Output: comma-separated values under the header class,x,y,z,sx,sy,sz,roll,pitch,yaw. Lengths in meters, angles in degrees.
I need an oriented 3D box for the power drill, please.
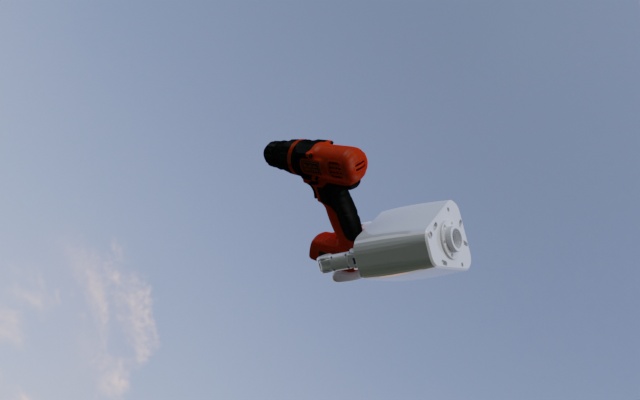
class,x,y,z,sx,sy,sz,roll,pitch,yaw
power drill,0.000,0.003,0.683,0.057,0.188,0.184,-34,31,-33
